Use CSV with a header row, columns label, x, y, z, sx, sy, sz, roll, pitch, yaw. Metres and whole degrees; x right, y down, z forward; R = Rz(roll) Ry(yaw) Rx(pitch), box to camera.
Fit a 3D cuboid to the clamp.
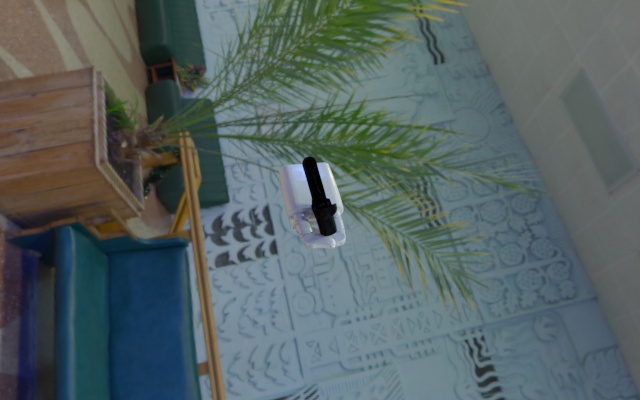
label,x,y,z,sx,sy,sz,roll,pitch,yaw
clamp,0.001,0.003,0.850,0.039,0.120,0.171,-13,-25,-7
